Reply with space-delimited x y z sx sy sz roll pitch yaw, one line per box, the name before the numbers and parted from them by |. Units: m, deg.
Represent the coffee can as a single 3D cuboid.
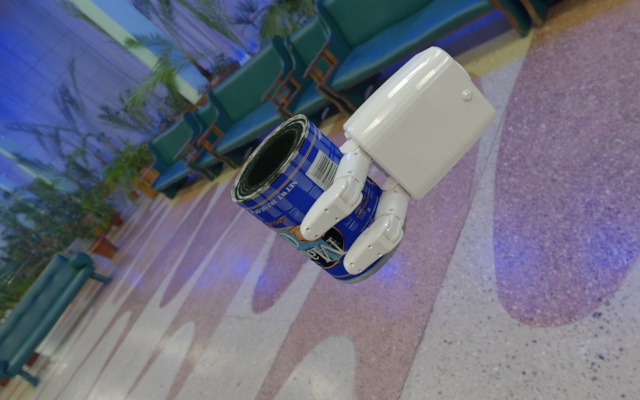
coffee can | 0.000 0.002 0.466 0.140 0.102 0.103 40 -20 -25
